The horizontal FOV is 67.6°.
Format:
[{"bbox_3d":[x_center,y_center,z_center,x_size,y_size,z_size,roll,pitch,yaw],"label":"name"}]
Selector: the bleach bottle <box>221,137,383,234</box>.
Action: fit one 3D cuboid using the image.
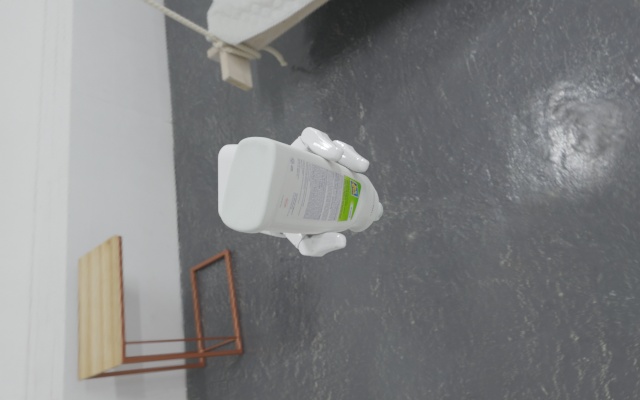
[{"bbox_3d":[0.000,0.002,0.580,0.068,0.102,0.251,10,-4,38],"label":"bleach bottle"}]
